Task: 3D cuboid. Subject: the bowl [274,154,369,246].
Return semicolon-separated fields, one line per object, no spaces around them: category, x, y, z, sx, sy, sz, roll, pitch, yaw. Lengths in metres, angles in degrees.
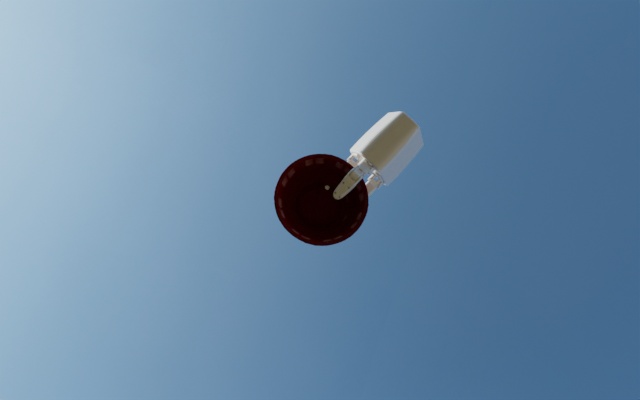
bowl;-0.001;0.004;0.836;0.162;0.162;0.055;0;-13;-5
